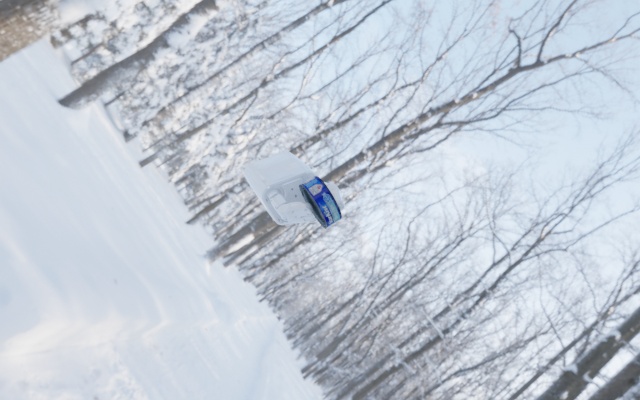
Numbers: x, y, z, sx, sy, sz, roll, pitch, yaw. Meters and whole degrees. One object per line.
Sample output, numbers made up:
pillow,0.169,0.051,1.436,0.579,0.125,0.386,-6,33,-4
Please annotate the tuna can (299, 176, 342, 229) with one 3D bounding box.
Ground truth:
tuna can,0.001,0.002,0.798,0.034,0.086,0.086,-31,5,-9
